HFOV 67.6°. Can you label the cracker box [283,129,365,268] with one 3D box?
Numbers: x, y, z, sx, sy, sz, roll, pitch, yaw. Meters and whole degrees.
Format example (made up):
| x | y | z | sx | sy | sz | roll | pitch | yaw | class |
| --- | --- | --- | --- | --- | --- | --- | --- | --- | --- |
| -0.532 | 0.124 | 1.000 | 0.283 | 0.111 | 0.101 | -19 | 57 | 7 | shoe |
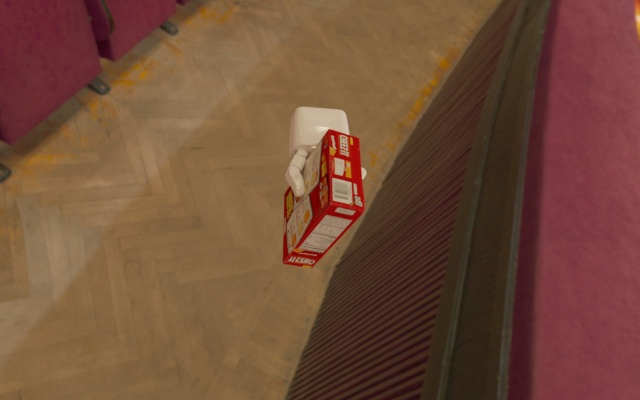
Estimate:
| x | y | z | sx | sy | sz | roll | pitch | yaw | class |
| --- | --- | --- | --- | --- | --- | --- | --- | --- | --- |
| 0.000 | 0.003 | 0.869 | 0.072 | 0.164 | 0.214 | 14 | -38 | -20 | cracker box |
